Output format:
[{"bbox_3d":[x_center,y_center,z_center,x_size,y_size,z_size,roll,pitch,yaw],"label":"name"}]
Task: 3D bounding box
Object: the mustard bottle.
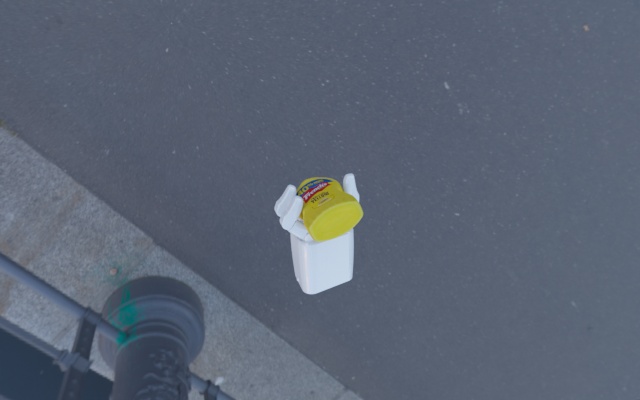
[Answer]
[{"bbox_3d":[0.000,0.003,0.857,0.096,0.058,0.191,-31,26,-4],"label":"mustard bottle"}]
